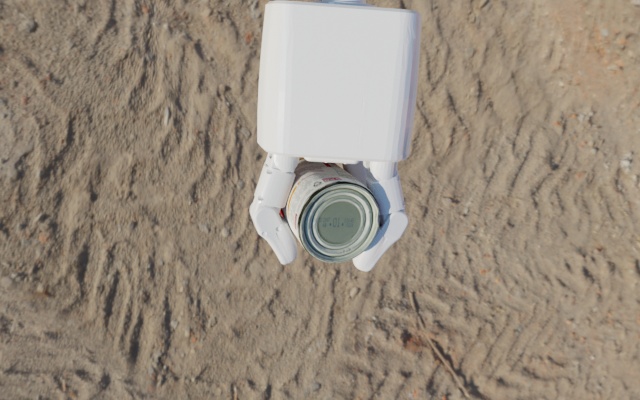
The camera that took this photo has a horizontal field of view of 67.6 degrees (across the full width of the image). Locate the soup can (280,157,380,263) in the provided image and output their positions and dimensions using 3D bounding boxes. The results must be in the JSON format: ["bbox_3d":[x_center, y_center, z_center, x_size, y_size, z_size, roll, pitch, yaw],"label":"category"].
[{"bbox_3d":[0.000,0.002,0.402,0.068,0.068,0.102,0,19,-19],"label":"soup can"}]
